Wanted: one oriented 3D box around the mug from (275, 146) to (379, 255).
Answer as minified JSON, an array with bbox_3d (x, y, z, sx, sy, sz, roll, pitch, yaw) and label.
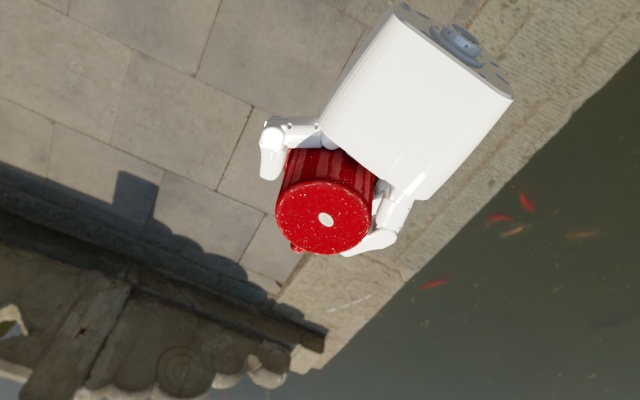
[{"bbox_3d":[-0.001,0.002,0.431,0.093,0.117,0.081,26,36,-12],"label":"mug"}]
